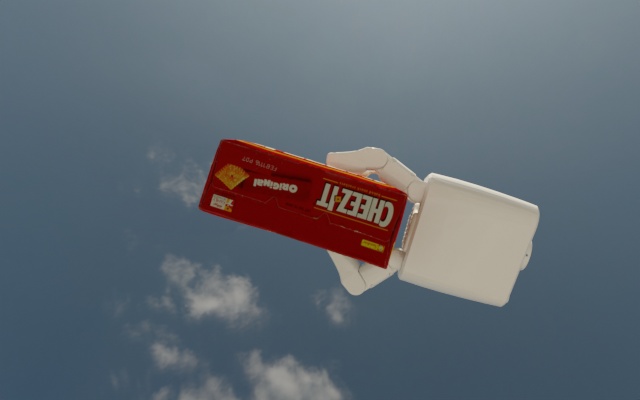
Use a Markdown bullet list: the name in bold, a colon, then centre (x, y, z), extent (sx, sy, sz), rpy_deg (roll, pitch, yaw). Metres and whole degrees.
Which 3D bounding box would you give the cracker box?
- **cracker box**: centre (0.000, 0.002, 0.485), extent (0.164, 0.072, 0.214), rpy_deg (17, 1, 8)
